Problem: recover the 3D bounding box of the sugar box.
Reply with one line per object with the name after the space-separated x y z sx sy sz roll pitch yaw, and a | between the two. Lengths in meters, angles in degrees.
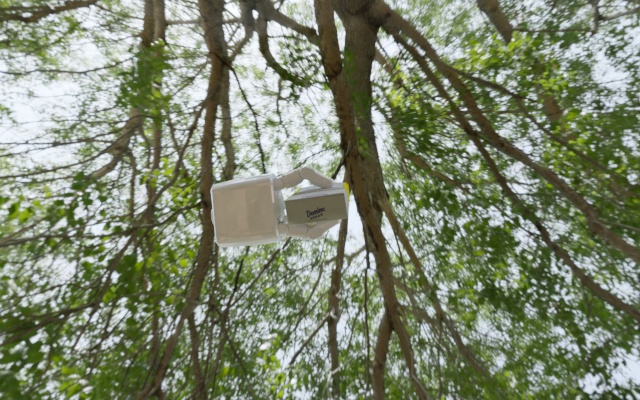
0.000 0.003 0.790 0.093 0.048 0.176 -8 9 6 | sugar box
